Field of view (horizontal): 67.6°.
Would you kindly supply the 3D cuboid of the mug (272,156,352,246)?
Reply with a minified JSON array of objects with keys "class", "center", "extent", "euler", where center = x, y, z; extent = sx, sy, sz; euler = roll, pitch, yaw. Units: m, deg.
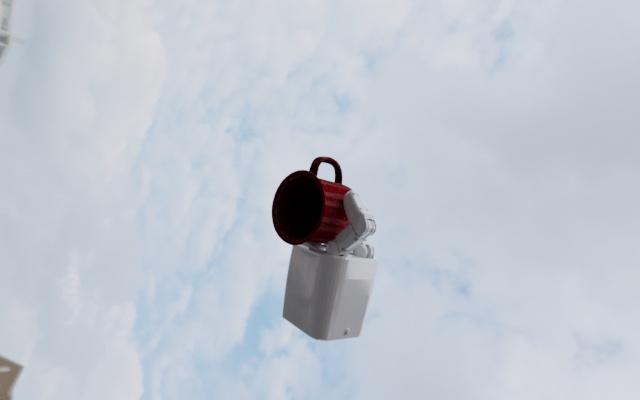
[{"class":"mug","center":[0.000,0.001,0.612],"extent":[0.093,0.117,0.081],"euler":[8,-2,43]}]
